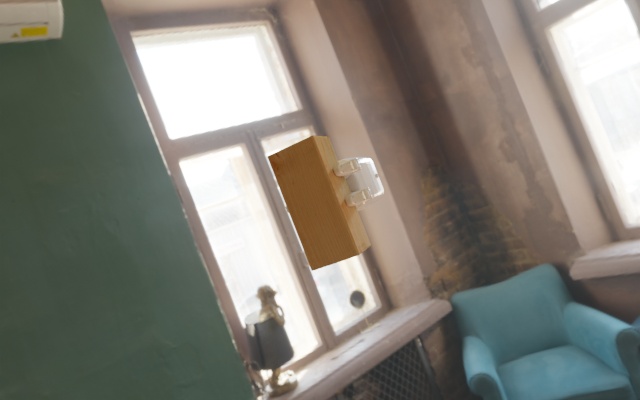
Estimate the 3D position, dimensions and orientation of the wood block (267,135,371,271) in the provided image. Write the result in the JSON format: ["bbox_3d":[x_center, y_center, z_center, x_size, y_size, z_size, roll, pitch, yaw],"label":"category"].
[{"bbox_3d":[0.000,0.003,0.817,0.091,0.206,0.090,-22,-2,21],"label":"wood block"}]
